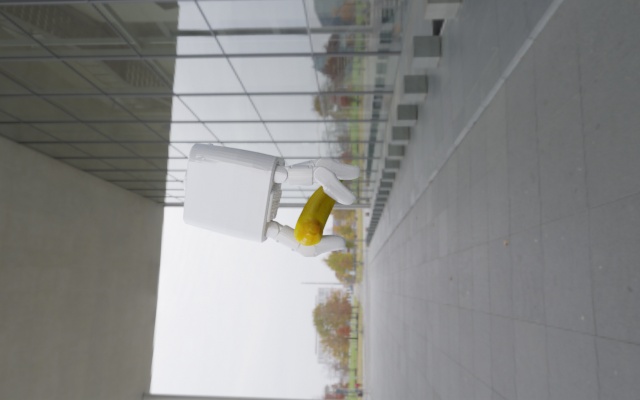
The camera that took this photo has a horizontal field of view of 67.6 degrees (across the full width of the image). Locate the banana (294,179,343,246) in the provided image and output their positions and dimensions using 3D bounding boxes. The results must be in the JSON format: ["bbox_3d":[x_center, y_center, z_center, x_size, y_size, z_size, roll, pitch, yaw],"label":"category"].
[{"bbox_3d":[-0.006,0.016,0.603,0.037,0.070,0.197,23,26,1],"label":"banana"}]
